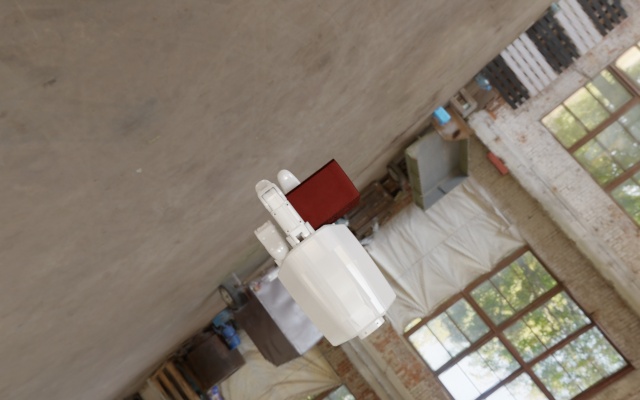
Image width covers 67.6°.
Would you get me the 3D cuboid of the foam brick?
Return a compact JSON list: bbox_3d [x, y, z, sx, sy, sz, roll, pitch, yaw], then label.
[{"bbox_3d":[0.000,0.001,0.536,0.078,0.051,0.053,-37,-12,-5],"label":"foam brick"}]
